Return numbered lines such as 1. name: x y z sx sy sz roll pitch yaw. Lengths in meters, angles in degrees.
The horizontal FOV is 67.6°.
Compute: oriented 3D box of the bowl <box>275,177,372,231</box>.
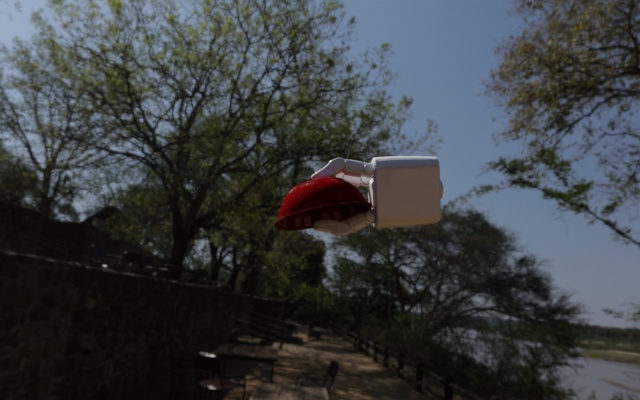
1. bowl: -0.001 0.002 0.778 0.162 0.055 0.162 -12 -13 -3
